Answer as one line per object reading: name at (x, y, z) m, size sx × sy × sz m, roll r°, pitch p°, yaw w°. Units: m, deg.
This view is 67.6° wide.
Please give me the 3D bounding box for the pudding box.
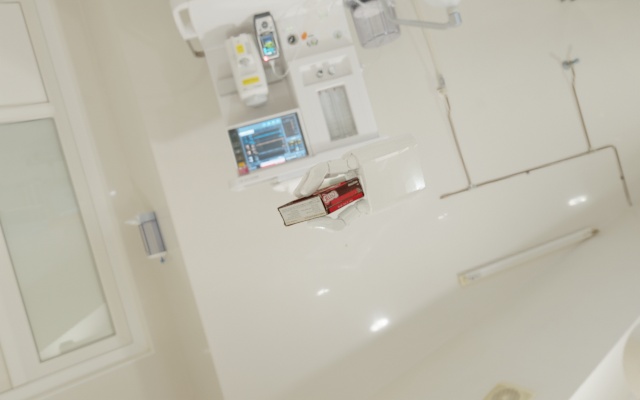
pudding box at (0.000, 0.003, 0.759) m, size 0.090 × 0.039 × 0.113 m, roll -24°, pitch 3°, yaw -41°
